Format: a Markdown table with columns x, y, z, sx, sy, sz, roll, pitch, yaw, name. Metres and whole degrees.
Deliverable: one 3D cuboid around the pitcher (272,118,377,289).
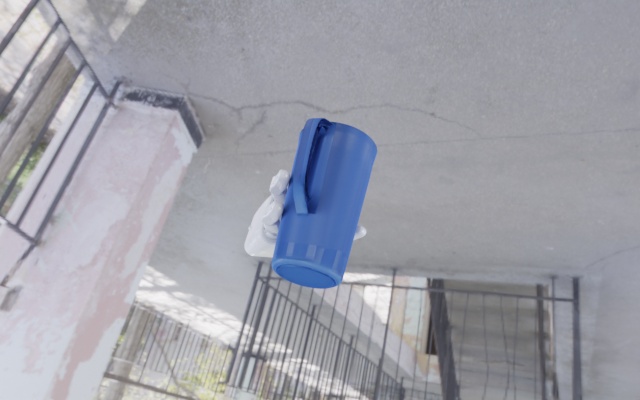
| x | y | z | sx | sy | sz | roll | pitch | yaw | name |
| --- | --- | --- | --- | --- | --- | --- | --- | --- | --- |
| 0.000 | 0.003 | 0.741 | 0.149 | 0.242 | 0.145 | 23 | -28 | -18 | pitcher |
